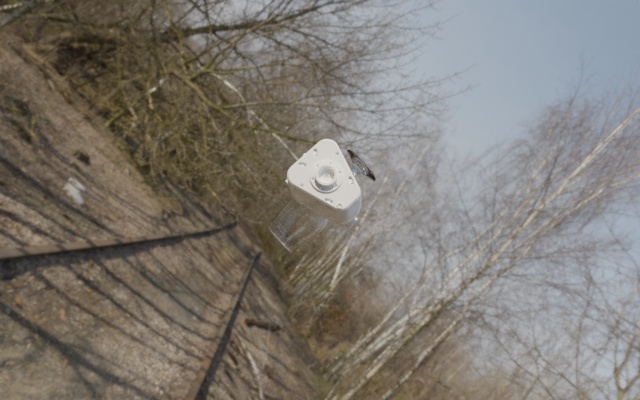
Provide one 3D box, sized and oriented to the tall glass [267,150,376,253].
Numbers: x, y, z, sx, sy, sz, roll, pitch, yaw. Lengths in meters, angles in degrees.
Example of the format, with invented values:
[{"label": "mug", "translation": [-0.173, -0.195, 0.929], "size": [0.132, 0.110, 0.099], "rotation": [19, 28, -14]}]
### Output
[{"label": "tall glass", "translation": [0.001, 0.002, 0.846], "size": [0.201, 0.079, 0.079], "rotation": [-42, 5, -6]}]
